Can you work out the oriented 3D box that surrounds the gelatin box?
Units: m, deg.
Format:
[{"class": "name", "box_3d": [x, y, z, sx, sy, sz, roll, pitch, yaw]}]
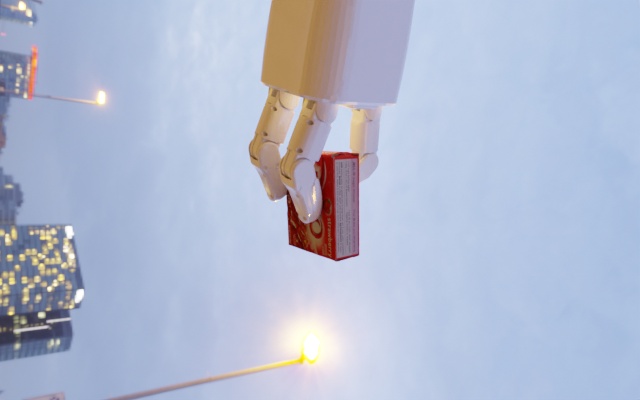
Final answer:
[{"class": "gelatin box", "box_3d": [0.000, 0.002, 0.415, 0.030, 0.089, 0.073, -8, 11, -35]}]
